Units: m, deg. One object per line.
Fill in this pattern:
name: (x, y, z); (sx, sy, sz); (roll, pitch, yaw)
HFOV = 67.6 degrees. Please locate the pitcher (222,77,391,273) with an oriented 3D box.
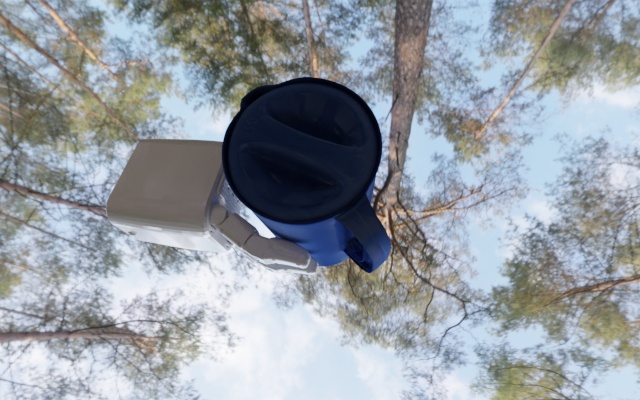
pitcher: (0.000, 0.002, 0.494); (0.145, 0.149, 0.243); (4, -19, 7)
